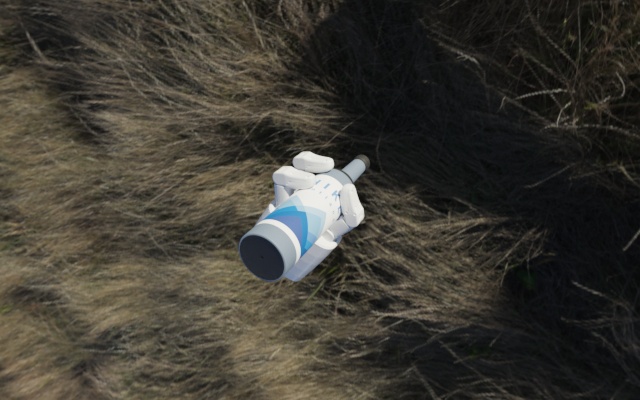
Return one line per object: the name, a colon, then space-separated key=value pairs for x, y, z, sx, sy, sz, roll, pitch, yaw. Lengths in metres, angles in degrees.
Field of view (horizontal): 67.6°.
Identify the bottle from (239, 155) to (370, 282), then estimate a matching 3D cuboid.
bottle: x=0.000 y=0.002 z=0.666 sx=0.069 sy=0.069 sz=0.295 roll=0 pitch=26 yaw=31
